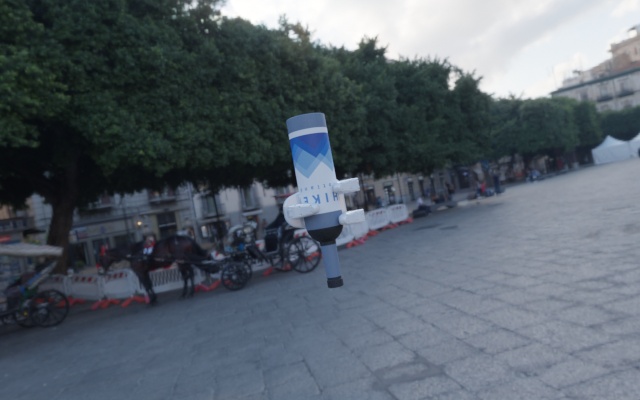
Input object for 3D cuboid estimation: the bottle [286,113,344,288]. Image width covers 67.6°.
[{"bbox_3d":[0.000,0.002,0.819,0.069,0.295,0.069,-10,0,0],"label":"bottle"}]
